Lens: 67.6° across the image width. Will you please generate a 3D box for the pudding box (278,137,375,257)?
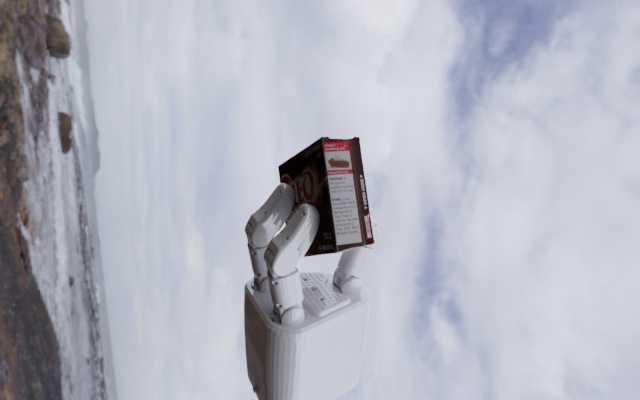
[{"bbox_3d":[0.000,0.001,0.414,0.039,0.090,0.113,-6,-6,-25],"label":"pudding box"}]
